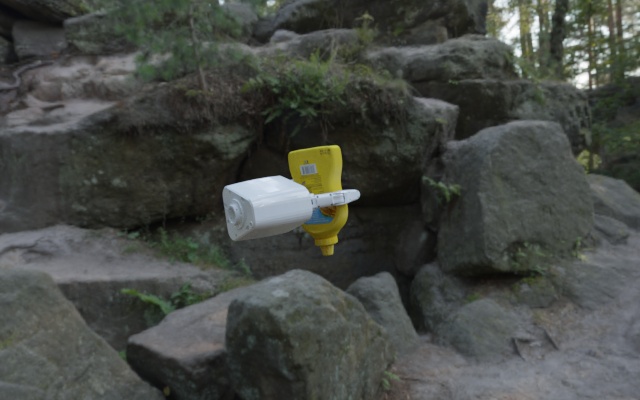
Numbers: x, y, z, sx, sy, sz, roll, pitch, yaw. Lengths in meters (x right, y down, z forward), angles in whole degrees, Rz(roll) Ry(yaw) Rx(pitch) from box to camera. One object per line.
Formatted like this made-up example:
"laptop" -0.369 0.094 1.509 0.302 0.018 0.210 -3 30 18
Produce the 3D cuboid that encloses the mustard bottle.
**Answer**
"mustard bottle" 0.000 0.002 0.845 0.096 0.191 0.058 -5 5 31
